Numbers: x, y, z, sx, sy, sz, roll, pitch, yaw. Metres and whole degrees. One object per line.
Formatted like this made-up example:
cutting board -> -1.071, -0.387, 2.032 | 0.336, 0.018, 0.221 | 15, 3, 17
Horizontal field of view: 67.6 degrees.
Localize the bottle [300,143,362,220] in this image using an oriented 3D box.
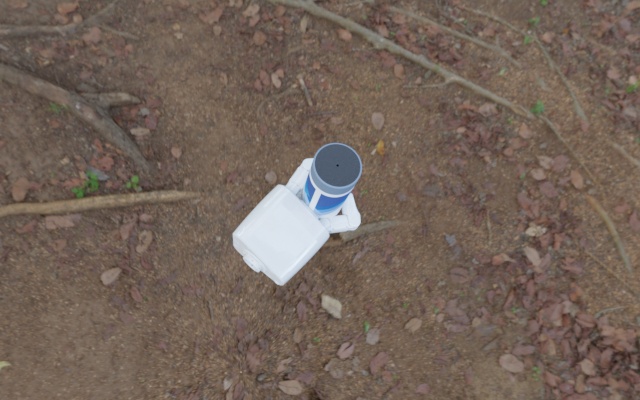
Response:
bottle -> 0.000, 0.002, 0.768 | 0.069, 0.069, 0.296 | 0, -20, -9
